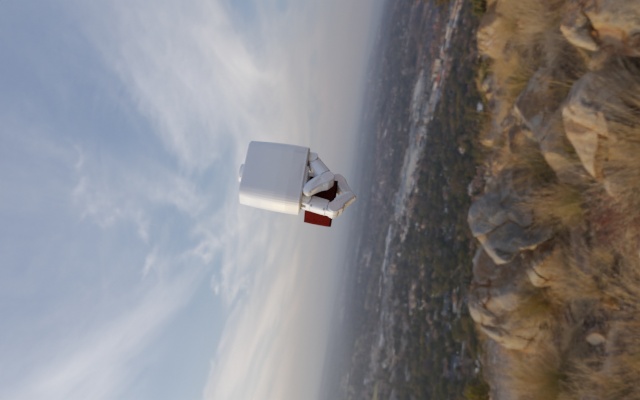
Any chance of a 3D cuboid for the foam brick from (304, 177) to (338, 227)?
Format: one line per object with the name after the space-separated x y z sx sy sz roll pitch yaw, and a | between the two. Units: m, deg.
0.000 0.003 0.861 0.051 0.053 0.078 8 -36 0 | foam brick
